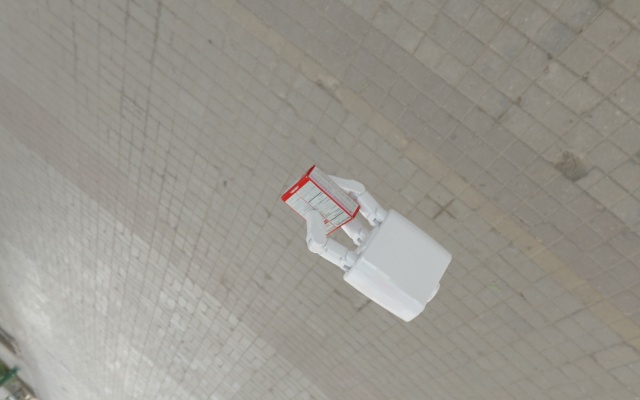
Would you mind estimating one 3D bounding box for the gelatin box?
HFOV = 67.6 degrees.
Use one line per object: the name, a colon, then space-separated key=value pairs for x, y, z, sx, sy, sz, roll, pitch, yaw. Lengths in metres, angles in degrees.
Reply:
gelatin box: x=0.000 y=0.002 z=0.664 sx=0.089 sy=0.030 sz=0.073 roll=41 pitch=-41 yaw=-10
